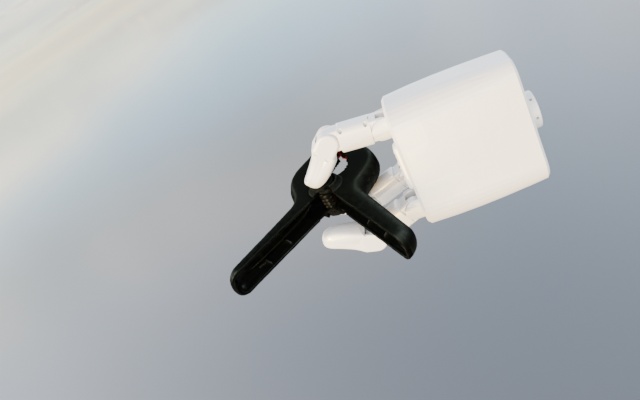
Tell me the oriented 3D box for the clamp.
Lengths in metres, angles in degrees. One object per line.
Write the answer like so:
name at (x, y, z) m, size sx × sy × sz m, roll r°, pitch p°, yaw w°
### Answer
clamp at (0.000, 0.000, 0.456) m, size 0.164 × 0.036 × 0.209 m, roll -19°, pitch 33°, yaw 15°
